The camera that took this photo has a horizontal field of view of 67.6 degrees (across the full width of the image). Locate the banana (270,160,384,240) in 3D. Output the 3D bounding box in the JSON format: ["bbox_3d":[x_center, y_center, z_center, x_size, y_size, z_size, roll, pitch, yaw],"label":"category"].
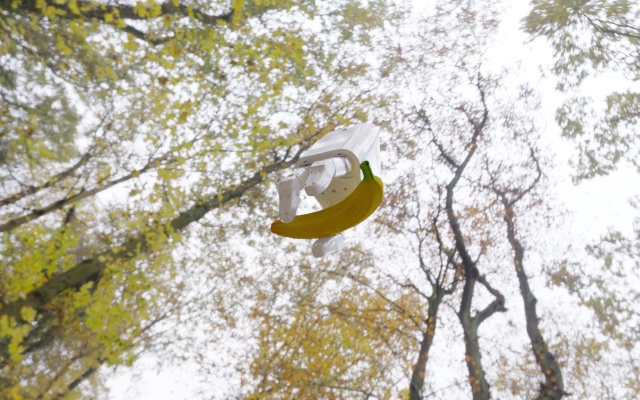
[{"bbox_3d":[0.016,0.013,0.604,0.198,0.069,0.037,-34,20,41],"label":"banana"}]
